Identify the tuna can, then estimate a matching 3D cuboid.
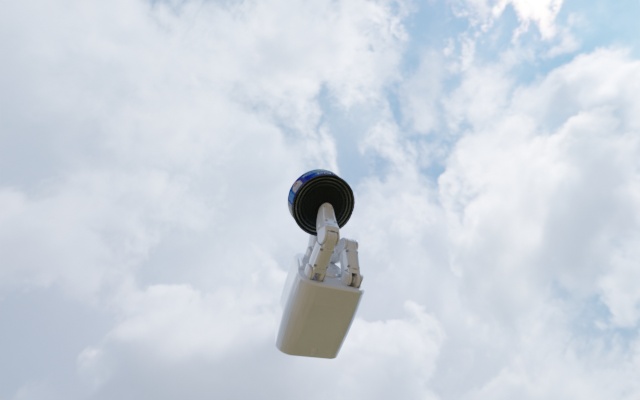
[{"bbox_3d":[0.000,0.002,0.637,0.086,0.086,0.033,0,19,-18],"label":"tuna can"}]
